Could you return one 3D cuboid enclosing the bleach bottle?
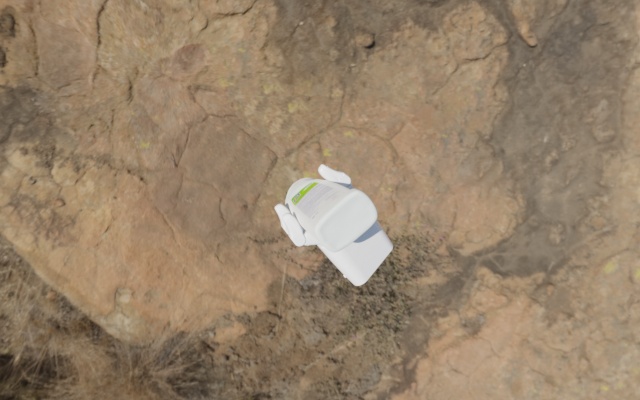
[{"bbox_3d":[0.000,0.003,0.814,0.102,0.068,0.250,-40,23,-4],"label":"bleach bottle"}]
